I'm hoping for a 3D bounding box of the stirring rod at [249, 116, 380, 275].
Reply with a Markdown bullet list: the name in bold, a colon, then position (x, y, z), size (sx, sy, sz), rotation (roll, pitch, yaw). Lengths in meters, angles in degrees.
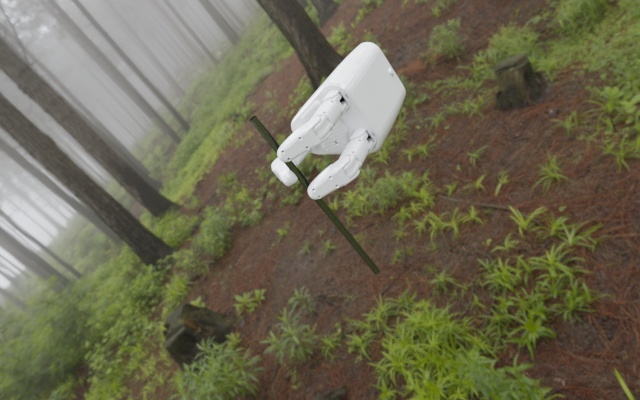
- **stirring rod**: position (0.000, 0.002, 0.535), size (0.011, 0.240, 0.011), rotation (-32, 24, 16)
